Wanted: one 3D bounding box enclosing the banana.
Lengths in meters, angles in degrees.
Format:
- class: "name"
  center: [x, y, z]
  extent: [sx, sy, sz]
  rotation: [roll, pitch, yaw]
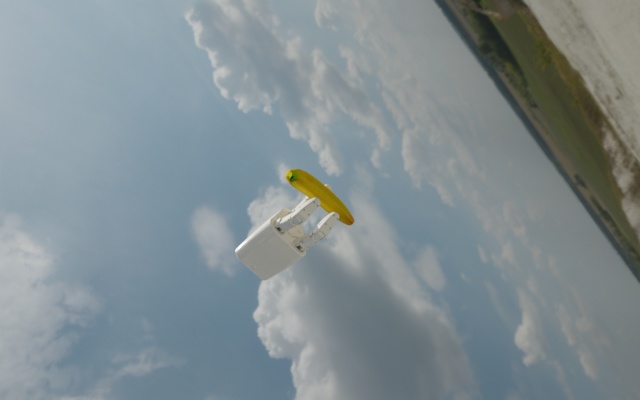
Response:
- class: "banana"
  center: [-0.007, -0.011, 0.904]
  extent: [0.037, 0.069, 0.198]
  rotation: [-39, -45, 17]
